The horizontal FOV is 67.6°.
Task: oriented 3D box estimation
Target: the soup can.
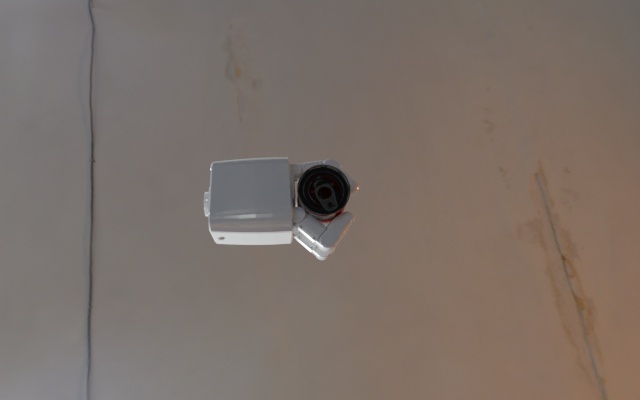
[{"bbox_3d":[0.001,0.002,0.649,0.068,0.068,0.102,0,-19,-5],"label":"soup can"}]
